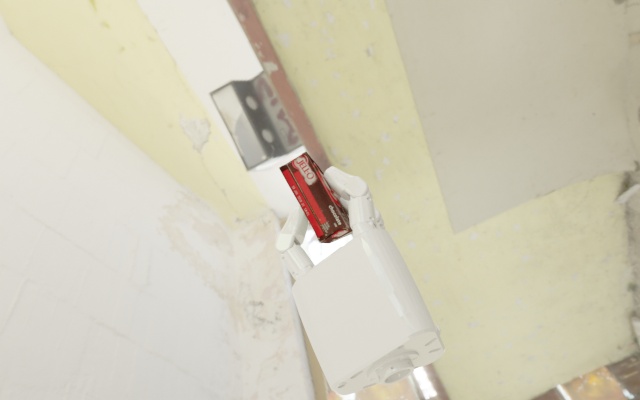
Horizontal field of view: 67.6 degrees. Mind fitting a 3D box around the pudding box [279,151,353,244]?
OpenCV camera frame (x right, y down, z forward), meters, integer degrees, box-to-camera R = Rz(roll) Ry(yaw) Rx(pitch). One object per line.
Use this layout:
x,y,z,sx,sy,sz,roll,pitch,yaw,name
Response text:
0.000,0.002,0.529,0.039,0.090,0.113,-29,-9,2,pudding box
